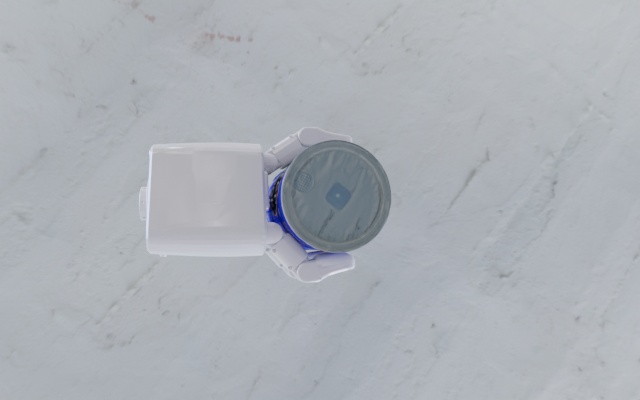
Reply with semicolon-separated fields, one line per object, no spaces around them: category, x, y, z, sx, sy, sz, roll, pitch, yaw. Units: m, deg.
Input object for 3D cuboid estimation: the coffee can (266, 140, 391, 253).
coffee can;0.000;0.002;0.496;0.103;0.103;0.140;0;-5;-13
